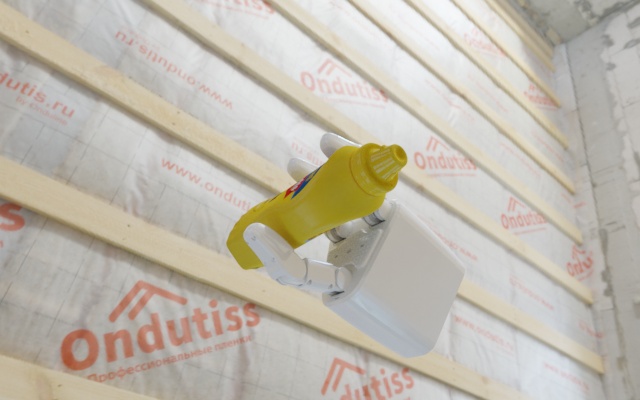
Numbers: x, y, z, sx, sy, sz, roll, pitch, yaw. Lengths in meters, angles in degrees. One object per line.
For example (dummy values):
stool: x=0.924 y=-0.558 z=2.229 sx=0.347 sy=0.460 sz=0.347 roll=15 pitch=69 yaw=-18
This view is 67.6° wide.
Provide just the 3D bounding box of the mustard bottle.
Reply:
mustard bottle: x=0.000 y=0.001 z=0.416 sx=0.192 sy=0.058 sz=0.096 roll=-30 pitch=4 yaw=45
